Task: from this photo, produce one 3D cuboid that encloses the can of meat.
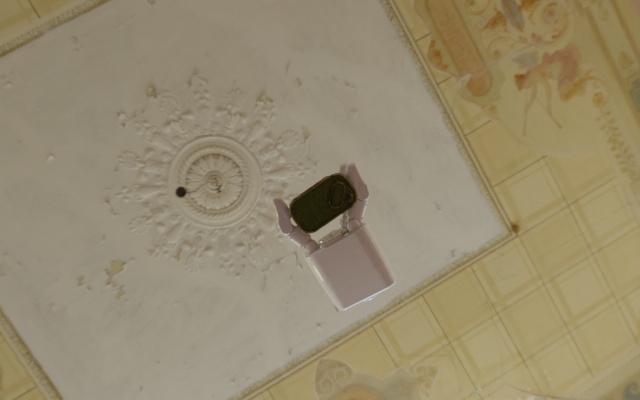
[{"bbox_3d":[0.000,0.002,0.743,0.102,0.057,0.084,-34,6,-4],"label":"can of meat"}]
